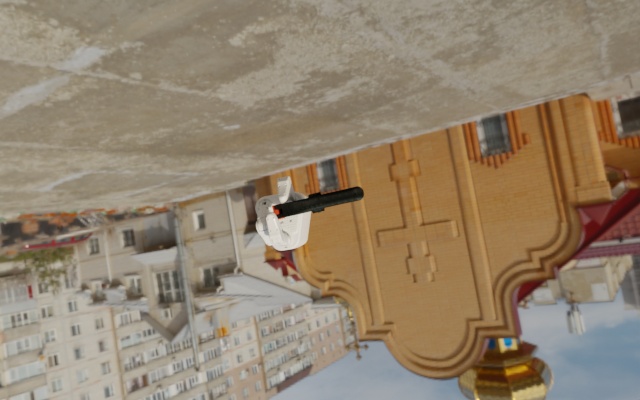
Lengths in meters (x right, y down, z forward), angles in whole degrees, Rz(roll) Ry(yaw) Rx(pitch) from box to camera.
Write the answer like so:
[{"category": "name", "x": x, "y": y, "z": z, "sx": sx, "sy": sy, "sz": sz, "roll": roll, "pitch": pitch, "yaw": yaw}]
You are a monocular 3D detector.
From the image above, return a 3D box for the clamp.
[{"category": "clamp", "x": 0.000, "y": 0.004, "z": 0.882, "sx": 0.171, "sy": 0.039, "sz": 0.120, "roll": -11, "pitch": -6, "yaw": 10}]
